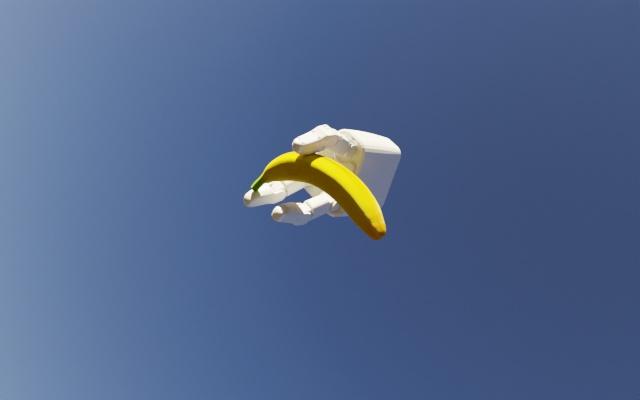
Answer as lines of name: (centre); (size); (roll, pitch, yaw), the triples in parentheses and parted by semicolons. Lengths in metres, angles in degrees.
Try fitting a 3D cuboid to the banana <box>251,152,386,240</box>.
banana: (0.002, -0.017, 0.563); (0.197, 0.069, 0.037); (21, 12, 35)
